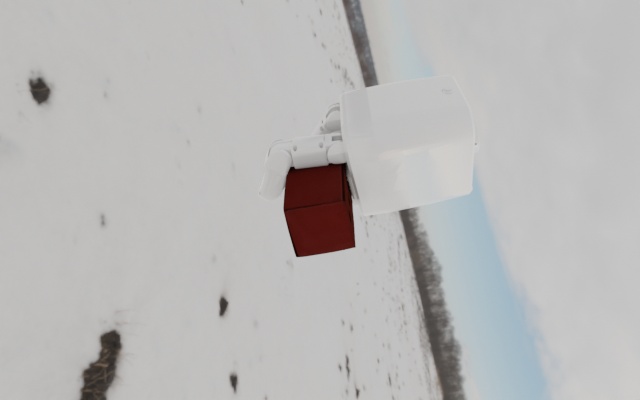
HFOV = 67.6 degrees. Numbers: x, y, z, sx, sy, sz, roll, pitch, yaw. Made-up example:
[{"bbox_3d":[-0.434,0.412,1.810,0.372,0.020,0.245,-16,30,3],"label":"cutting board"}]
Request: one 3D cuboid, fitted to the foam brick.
[{"bbox_3d":[0.000,0.002,0.412,0.051,0.053,0.078,-8,37,7],"label":"foam brick"}]
